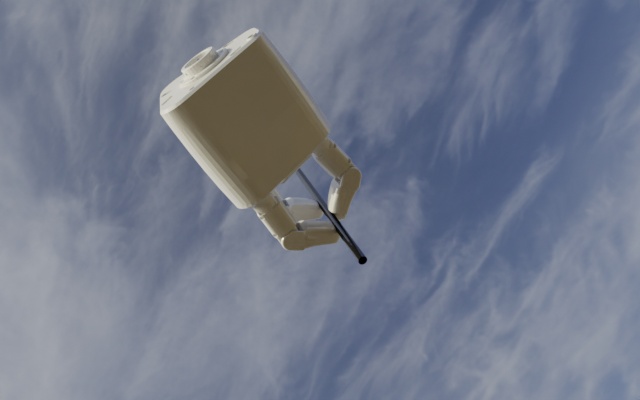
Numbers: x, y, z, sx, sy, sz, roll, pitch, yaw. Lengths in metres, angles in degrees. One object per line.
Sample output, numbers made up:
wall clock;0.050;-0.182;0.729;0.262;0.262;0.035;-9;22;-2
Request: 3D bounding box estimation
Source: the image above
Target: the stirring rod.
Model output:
stirring rod;0.000;0.002;0.503;0.011;0.011;0.239;0;24;-19
